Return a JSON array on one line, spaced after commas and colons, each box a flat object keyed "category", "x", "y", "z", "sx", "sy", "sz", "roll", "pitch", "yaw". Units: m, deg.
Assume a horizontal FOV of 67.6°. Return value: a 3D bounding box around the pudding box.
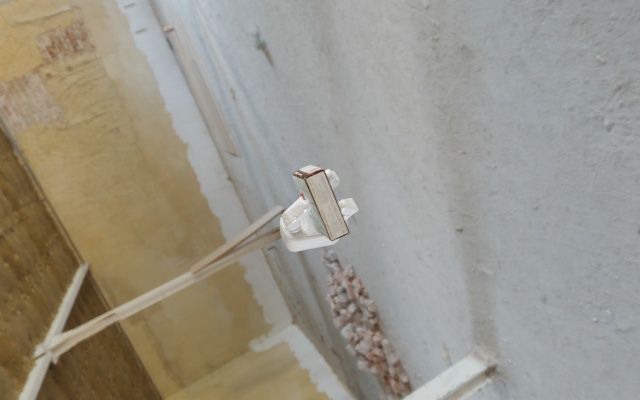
[{"category": "pudding box", "x": 0.000, "y": 0.003, "z": 0.765, "sx": 0.039, "sy": 0.113, "sz": 0.090, "roll": -27, "pitch": 14, "yaw": -11}]
